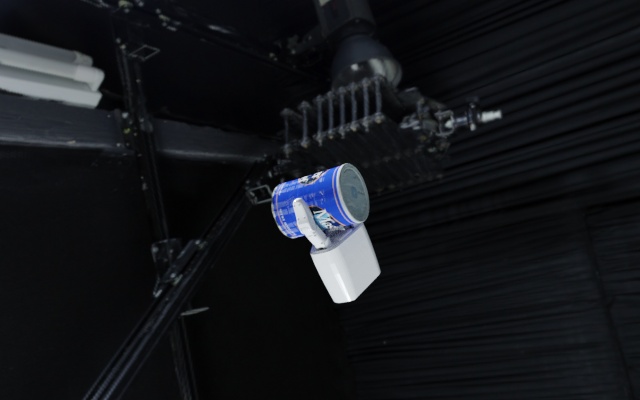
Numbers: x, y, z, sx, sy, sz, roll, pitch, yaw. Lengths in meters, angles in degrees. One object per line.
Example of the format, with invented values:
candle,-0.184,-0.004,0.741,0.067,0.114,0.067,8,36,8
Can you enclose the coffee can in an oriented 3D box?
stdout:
coffee can,0.000,0.003,0.838,0.140,0.103,0.103,-15,-8,29
